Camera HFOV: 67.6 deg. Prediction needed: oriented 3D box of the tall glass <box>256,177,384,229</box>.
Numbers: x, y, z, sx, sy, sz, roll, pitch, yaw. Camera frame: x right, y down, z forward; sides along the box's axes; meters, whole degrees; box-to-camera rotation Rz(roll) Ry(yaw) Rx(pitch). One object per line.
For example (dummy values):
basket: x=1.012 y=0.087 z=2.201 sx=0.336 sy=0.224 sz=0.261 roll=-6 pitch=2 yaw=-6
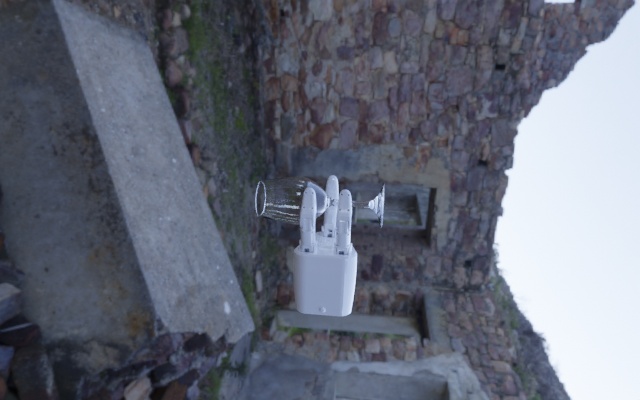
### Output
tall glass: x=0.001 y=0.002 z=0.771 sx=0.201 sy=0.079 sz=0.079 roll=4 pitch=0 yaw=6
